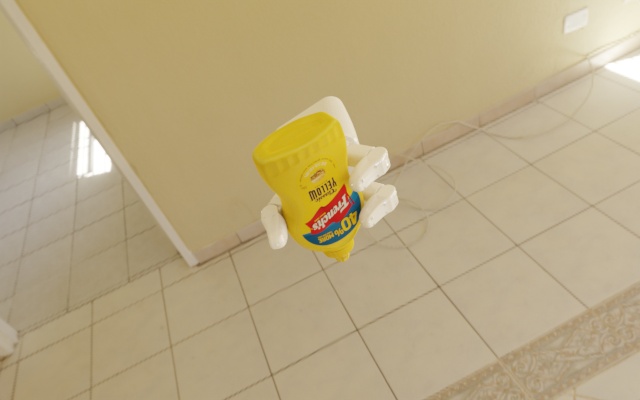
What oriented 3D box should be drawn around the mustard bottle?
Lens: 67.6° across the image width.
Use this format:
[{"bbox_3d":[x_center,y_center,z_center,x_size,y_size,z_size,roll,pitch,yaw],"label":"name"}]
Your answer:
[{"bbox_3d":[0.000,0.002,0.543,0.096,0.192,0.058,-33,40,-14],"label":"mustard bottle"}]
